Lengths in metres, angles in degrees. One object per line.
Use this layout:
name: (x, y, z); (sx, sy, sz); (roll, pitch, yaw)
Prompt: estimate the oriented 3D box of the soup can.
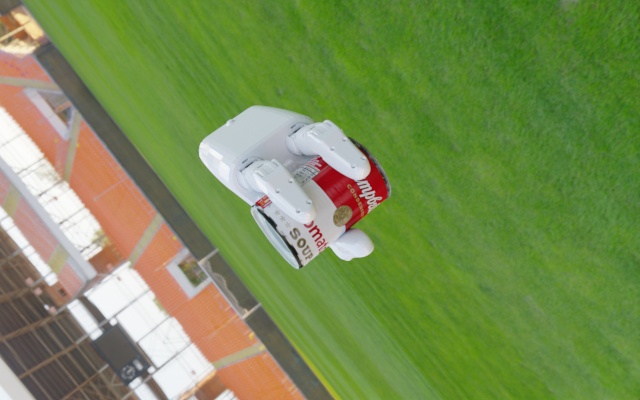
soup can: (0.000, 0.002, 0.408); (0.102, 0.068, 0.068); (-38, 11, -15)
